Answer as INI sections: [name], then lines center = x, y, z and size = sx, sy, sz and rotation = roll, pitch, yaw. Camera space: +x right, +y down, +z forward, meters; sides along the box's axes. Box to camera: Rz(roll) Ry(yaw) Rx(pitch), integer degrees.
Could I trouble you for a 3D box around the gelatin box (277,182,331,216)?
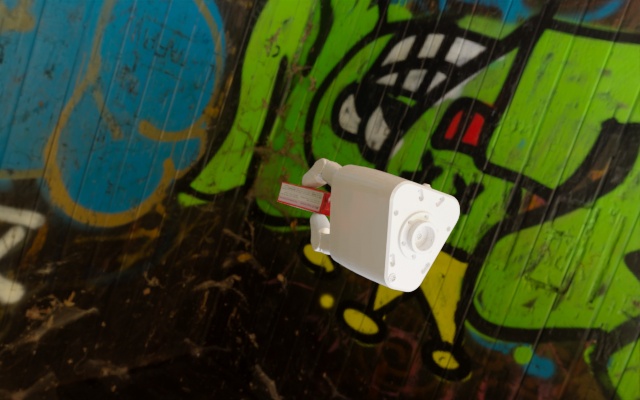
[gelatin box]
center = 0.000, 0.002, 0.615
size = 0.073, 0.030, 0.089
rotation = 16, -2, -44
